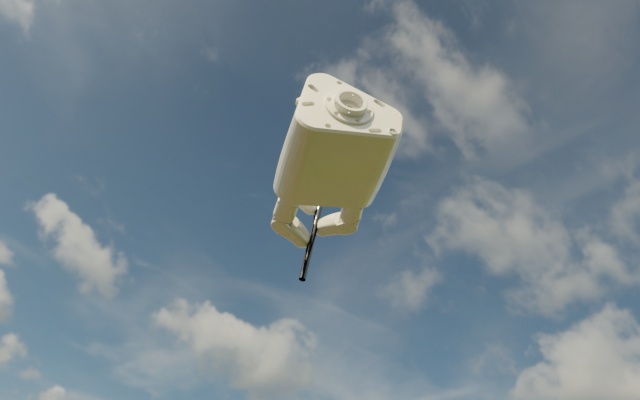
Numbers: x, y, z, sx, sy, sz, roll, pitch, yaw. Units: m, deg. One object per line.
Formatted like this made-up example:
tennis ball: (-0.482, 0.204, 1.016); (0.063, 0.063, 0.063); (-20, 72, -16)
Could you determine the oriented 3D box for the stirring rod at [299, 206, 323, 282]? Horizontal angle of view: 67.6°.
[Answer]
stirring rod: (0.000, 0.002, 0.616); (0.011, 0.239, 0.011); (7, -42, 7)
